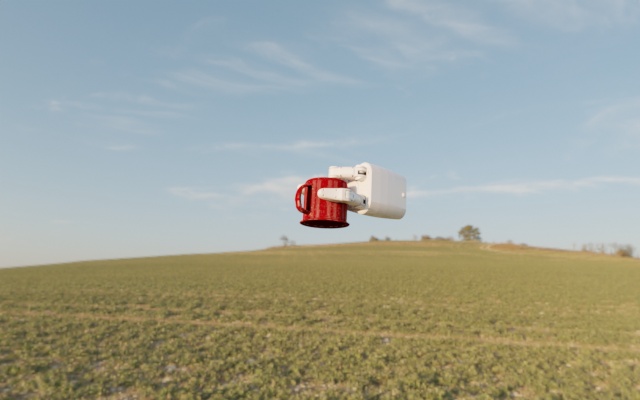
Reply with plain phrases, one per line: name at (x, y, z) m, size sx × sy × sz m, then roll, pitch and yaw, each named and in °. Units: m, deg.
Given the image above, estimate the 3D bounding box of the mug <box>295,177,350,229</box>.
mug at (-0.001, 0.002, 0.882) m, size 0.117 × 0.081 × 0.093 m, roll 13°, pitch -16°, yaw -38°
